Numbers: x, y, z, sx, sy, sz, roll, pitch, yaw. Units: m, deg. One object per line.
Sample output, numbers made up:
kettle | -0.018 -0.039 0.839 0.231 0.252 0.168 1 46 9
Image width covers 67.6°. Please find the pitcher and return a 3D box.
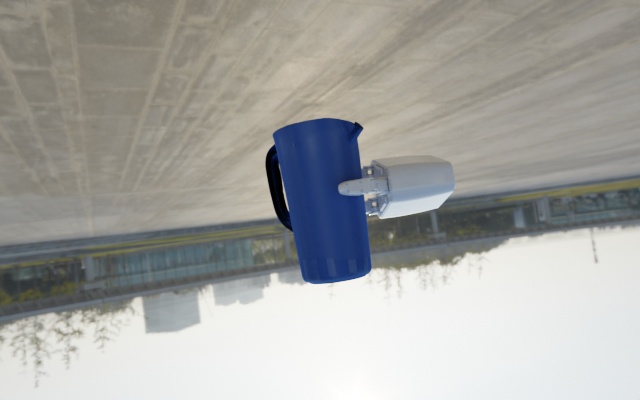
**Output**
pitcher | 0.000 0.002 0.744 0.145 0.243 0.149 -8 -3 -11
